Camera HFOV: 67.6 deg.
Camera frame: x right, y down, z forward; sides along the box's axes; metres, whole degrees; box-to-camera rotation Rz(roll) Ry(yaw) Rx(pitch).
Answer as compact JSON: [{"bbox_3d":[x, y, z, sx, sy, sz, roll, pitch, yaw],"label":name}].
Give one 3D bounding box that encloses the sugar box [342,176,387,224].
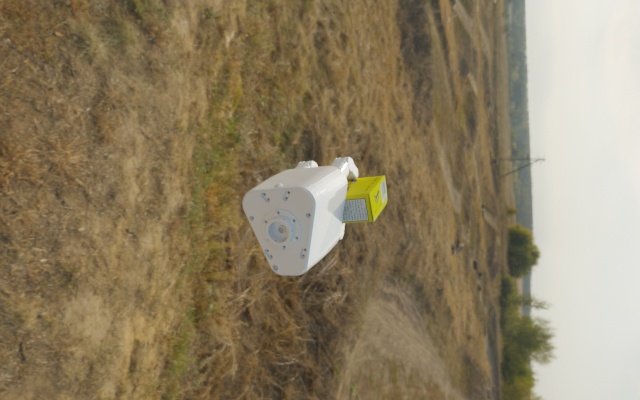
[{"bbox_3d":[0.000,0.002,0.682,0.176,0.048,0.093,-3,17,21],"label":"sugar box"}]
